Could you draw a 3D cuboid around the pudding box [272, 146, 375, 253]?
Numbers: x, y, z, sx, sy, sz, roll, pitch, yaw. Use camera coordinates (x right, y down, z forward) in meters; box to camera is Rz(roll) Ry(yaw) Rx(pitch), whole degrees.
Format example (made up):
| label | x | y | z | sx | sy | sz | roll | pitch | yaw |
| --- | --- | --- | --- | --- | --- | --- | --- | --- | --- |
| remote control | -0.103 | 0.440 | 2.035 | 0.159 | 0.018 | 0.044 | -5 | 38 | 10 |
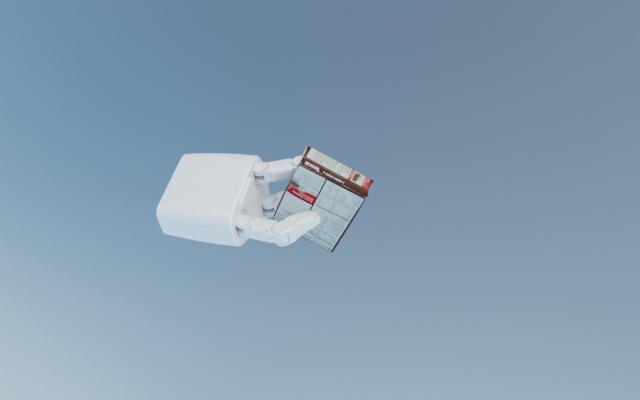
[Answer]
| label | x | y | z | sx | sy | sz | roll | pitch | yaw |
| --- | --- | --- | --- | --- | --- | --- | --- | --- | --- |
| pudding box | 0.000 | 0.002 | 0.579 | 0.090 | 0.039 | 0.114 | 27 | -45 | -2 |
